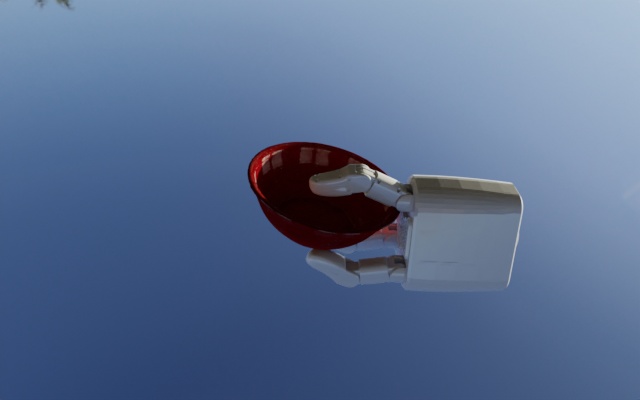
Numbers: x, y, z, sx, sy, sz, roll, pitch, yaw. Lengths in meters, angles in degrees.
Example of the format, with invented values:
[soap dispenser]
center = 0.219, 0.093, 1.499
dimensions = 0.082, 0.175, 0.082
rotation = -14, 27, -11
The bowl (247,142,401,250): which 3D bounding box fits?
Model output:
[bowl]
center = -0.001, 0.002, 0.503
dimensions = 0.162, 0.055, 0.162
rotation = 11, 35, -8
